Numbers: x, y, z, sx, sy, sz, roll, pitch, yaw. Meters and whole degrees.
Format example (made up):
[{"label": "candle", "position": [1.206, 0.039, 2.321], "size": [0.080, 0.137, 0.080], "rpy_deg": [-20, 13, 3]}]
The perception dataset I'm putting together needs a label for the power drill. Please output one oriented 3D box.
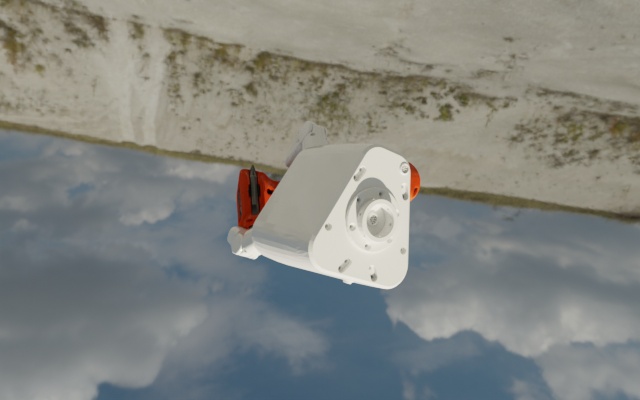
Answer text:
[{"label": "power drill", "position": [0.000, 0.002, 0.545], "size": [0.187, 0.057, 0.184], "rpy_deg": [-5, -15, -12]}]
